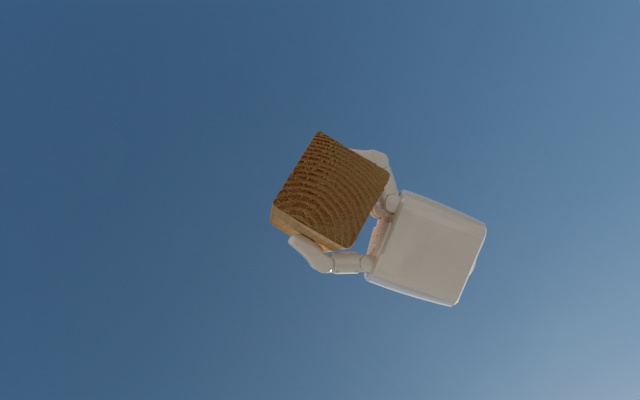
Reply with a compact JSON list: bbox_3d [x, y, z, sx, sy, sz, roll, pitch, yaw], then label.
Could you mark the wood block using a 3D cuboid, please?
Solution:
[{"bbox_3d":[0.000,0.002,0.569,0.090,0.091,0.206,31,-10,-2],"label":"wood block"}]
